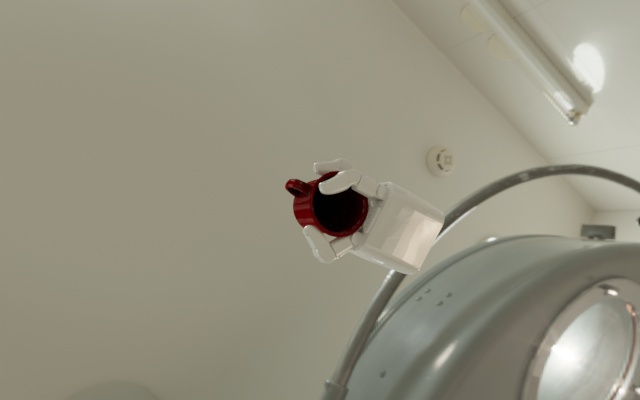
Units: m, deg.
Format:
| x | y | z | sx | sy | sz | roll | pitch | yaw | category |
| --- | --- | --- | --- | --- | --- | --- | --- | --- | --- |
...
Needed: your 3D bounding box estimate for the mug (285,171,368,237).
| x | y | z | sx | sy | sz | roll | pitch | yaw | category |
| --- | --- | --- | --- | --- | --- | --- | --- | --- | --- |
| -0.001 | 0.002 | 0.695 | 0.117 | 0.093 | 0.081 | 27 | -14 | -21 | mug |
